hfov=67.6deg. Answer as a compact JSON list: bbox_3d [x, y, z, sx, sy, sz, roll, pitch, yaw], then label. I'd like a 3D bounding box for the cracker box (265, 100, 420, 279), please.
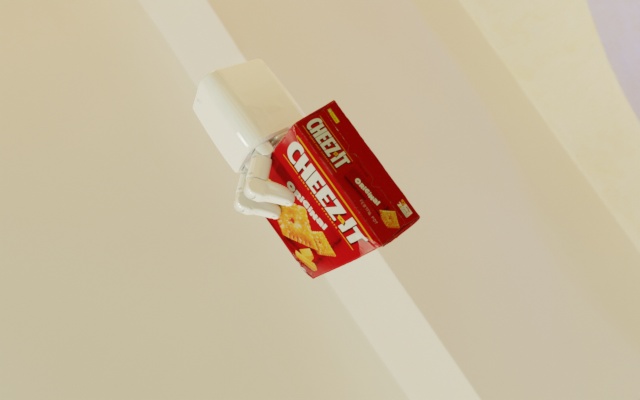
[{"bbox_3d":[0.000,0.002,0.601,0.072,0.164,0.214,-35,-2,-28],"label":"cracker box"}]
